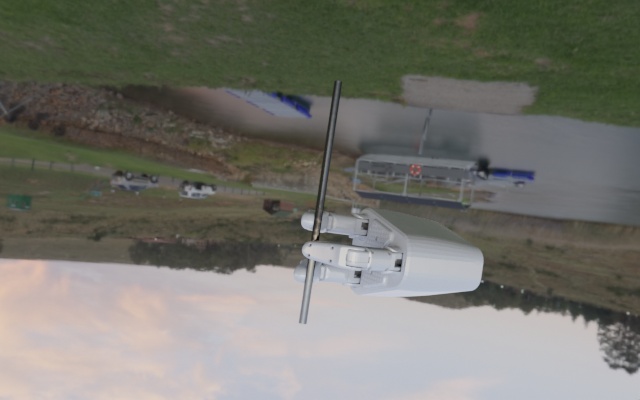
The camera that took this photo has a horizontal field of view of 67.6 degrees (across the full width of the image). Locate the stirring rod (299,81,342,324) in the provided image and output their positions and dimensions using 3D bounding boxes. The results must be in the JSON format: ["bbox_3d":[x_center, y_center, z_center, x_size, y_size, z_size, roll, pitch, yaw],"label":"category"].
[{"bbox_3d":[0.000,0.001,0.471,0.011,0.239,0.011,8,-1,0],"label":"stirring rod"}]
